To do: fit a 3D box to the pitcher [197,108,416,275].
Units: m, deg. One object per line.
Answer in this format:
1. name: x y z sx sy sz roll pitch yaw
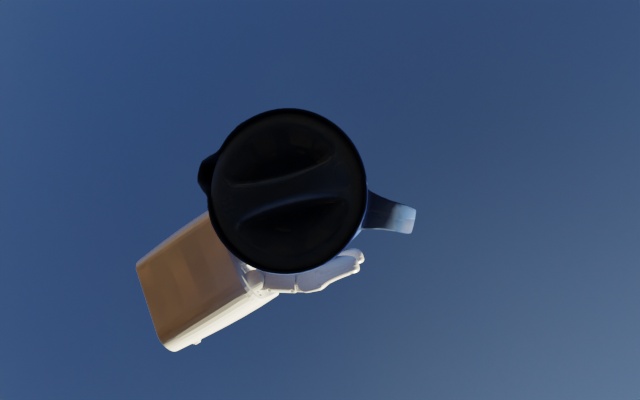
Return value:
1. pitcher: 0.000 0.002 0.490 0.145 0.149 0.243 -34 -8 7
